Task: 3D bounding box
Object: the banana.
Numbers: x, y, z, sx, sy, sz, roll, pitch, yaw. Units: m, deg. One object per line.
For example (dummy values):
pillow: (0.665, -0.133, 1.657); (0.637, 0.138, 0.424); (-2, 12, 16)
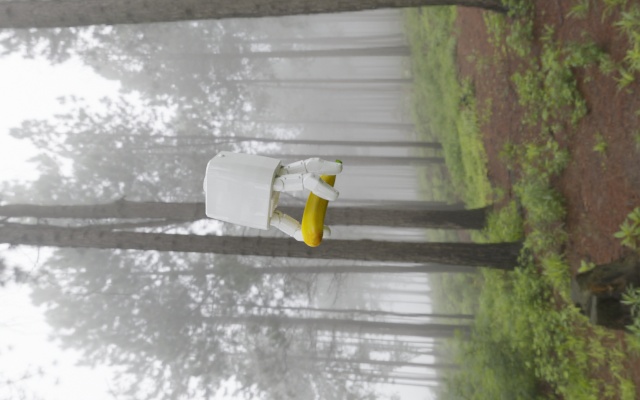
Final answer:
banana: (-0.005, 0.013, 0.774); (0.037, 0.197, 0.070); (19, -46, -5)
